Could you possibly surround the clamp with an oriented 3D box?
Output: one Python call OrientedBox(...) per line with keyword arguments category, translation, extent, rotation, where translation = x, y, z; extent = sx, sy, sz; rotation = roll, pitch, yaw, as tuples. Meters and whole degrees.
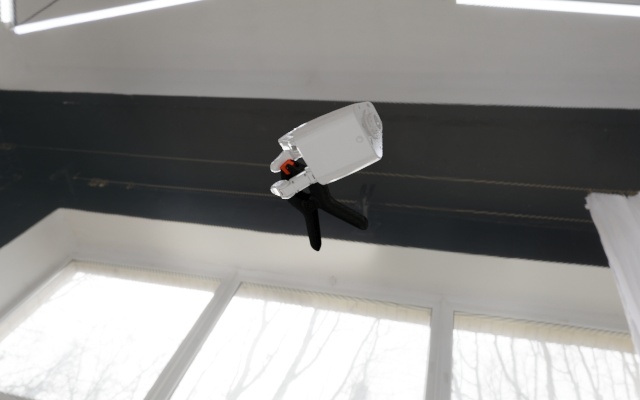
OrientedBox(category="clamp", translation=(0.000, 0.002, 0.794), extent=(0.120, 0.171, 0.039), rotation=(-21, 22, 25))
